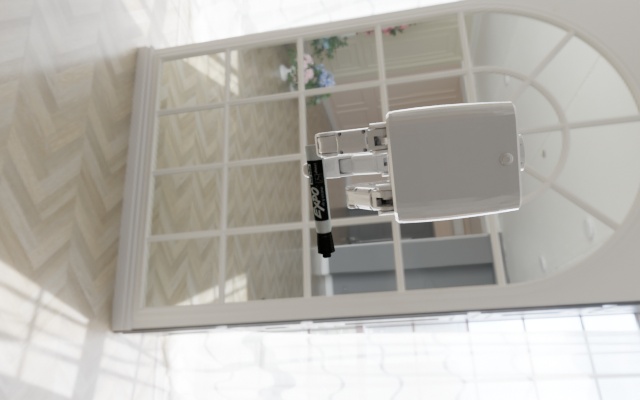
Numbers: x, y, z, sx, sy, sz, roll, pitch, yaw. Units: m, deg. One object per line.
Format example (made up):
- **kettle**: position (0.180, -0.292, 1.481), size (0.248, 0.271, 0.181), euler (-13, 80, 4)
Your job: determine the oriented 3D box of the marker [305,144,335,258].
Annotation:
- **marker**: position (0.000, 0.002, 0.502), size (0.020, 0.121, 0.020), euler (-7, 9, 1)
